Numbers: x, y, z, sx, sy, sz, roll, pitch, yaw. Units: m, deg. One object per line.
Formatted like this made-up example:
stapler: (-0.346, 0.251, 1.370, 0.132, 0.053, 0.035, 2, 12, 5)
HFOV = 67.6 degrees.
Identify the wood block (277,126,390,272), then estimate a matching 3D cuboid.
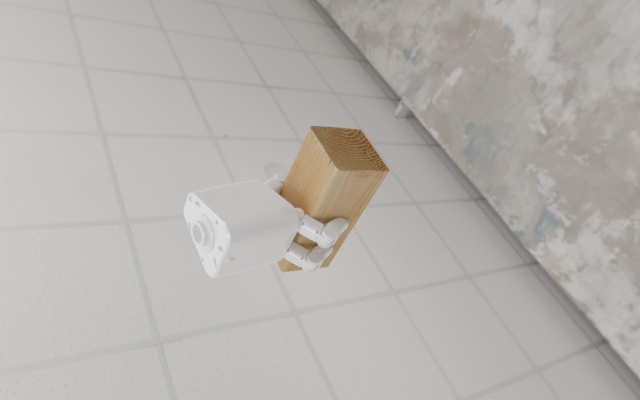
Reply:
wood block: (0.000, 0.002, 0.694, 0.090, 0.090, 0.206, -2, -43, -34)
